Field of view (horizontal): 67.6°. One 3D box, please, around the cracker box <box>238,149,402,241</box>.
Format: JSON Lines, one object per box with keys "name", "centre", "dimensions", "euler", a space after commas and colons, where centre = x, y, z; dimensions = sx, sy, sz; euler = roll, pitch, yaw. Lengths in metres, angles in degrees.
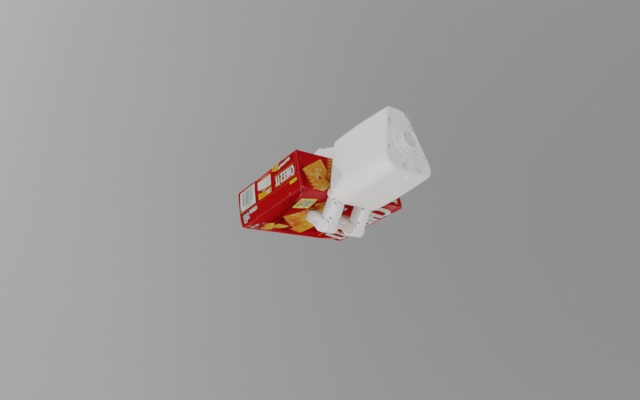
{"name": "cracker box", "centre": [0.000, 0.002, 0.778], "dimensions": [0.214, 0.072, 0.164], "euler": [12, -31, -39]}
